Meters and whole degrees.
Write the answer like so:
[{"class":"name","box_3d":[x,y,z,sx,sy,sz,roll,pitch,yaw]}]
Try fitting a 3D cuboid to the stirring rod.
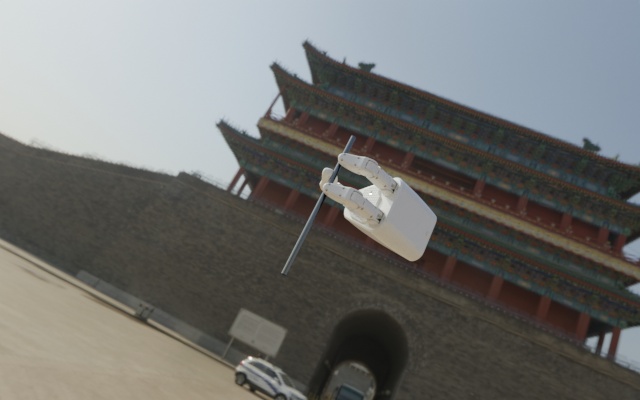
[{"class":"stirring rod","box_3d":[0.000,0.002,0.708,0.011,0.239,0.011,24,-19,9]}]
